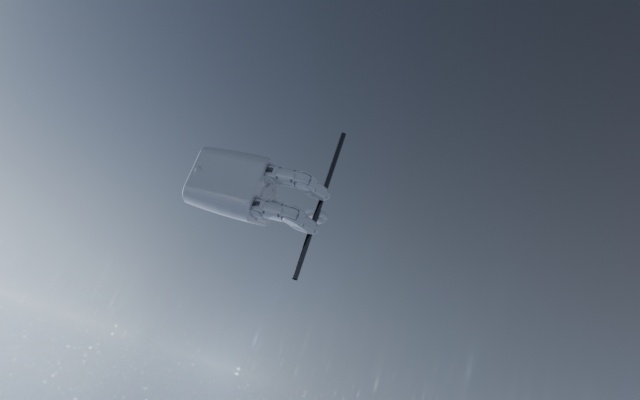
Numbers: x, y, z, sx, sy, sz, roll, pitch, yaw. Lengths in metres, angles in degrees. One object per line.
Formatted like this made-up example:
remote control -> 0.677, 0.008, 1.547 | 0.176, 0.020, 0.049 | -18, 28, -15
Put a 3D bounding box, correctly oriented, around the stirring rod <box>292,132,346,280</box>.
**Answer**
stirring rod -> 0.000, 0.002, 0.700 | 0.011, 0.239, 0.011 | 16, -22, 7
